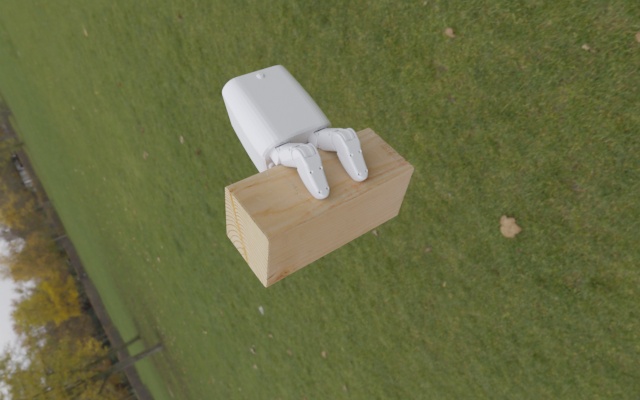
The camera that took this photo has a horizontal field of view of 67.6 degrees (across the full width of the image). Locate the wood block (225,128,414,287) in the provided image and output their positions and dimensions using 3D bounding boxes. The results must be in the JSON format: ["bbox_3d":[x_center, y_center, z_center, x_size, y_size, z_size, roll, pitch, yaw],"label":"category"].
[{"bbox_3d":[0.000,0.002,0.570,0.206,0.091,0.090,-26,57,-28],"label":"wood block"}]
